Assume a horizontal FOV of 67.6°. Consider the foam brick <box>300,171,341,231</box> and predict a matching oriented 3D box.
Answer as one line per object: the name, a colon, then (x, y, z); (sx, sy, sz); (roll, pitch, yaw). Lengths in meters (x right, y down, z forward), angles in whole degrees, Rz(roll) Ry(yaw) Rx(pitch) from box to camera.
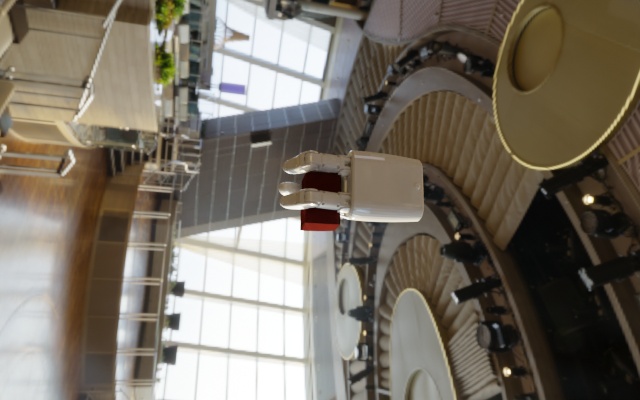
foam brick: (0.000, 0.003, 0.686); (0.051, 0.078, 0.053); (4, -15, -9)
